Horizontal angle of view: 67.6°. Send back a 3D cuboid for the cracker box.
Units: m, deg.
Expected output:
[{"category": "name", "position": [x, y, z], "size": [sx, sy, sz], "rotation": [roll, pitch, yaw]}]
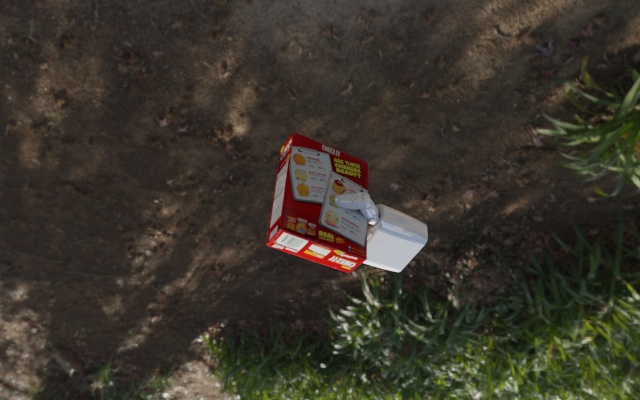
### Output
[{"category": "cracker box", "position": [0.000, 0.003, 0.850], "size": [0.164, 0.213, 0.072], "rotation": [20, -39, -21]}]
